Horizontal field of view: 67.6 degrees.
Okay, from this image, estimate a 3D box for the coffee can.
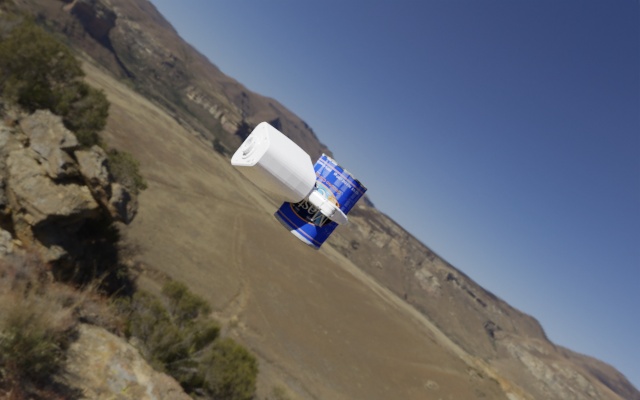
[{"bbox_3d":[0.000,0.003,0.850,0.103,0.140,0.103,39,1,-1],"label":"coffee can"}]
